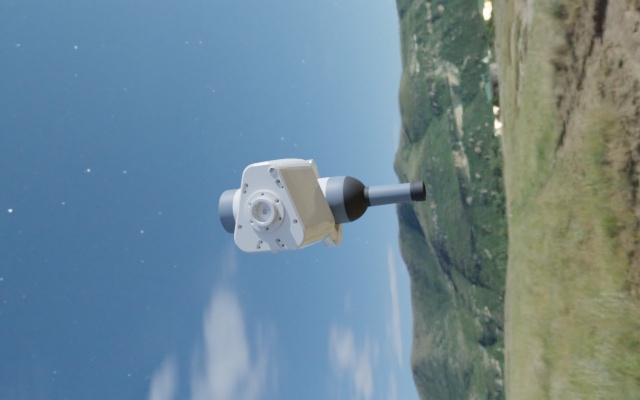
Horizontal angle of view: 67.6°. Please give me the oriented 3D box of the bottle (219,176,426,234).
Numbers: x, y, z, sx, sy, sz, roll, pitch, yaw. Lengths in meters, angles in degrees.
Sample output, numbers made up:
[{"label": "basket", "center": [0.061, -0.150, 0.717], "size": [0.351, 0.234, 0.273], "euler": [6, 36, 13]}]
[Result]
[{"label": "bottle", "center": [0.000, 0.002, 0.682], "size": [0.296, 0.069, 0.069], "euler": [-6, -2, 19]}]
